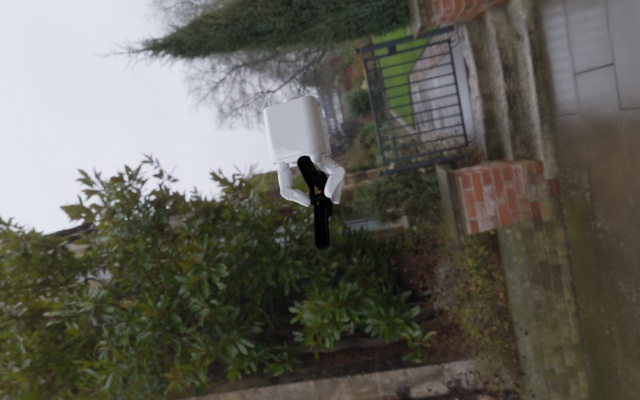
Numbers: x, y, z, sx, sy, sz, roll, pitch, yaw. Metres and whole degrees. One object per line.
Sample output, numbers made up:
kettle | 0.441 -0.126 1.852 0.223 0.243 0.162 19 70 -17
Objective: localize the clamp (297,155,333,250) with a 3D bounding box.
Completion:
clamp | -0.001 0.003 0.895 0.036 0.164 0.210 -10 0 9
